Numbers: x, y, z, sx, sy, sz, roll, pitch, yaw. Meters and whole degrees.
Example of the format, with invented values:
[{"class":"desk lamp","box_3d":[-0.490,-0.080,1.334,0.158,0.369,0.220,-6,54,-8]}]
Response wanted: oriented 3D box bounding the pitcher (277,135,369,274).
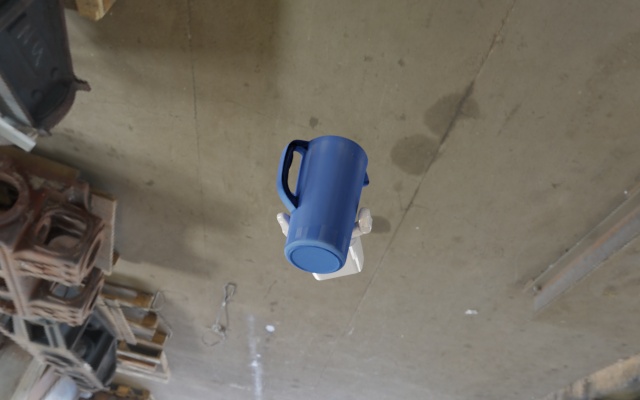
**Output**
[{"class":"pitcher","box_3d":[0.000,0.003,0.877,0.149,0.242,0.145,0,-38,15]}]
